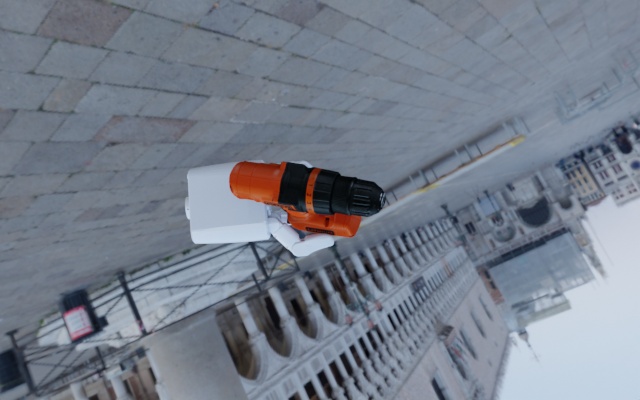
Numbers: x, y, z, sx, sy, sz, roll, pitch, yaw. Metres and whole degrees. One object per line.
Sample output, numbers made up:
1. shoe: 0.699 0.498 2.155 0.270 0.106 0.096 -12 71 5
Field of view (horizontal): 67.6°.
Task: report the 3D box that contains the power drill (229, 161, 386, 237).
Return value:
1. power drill: 0.000 0.002 0.606 0.184 0.057 0.188 11 -12 17
